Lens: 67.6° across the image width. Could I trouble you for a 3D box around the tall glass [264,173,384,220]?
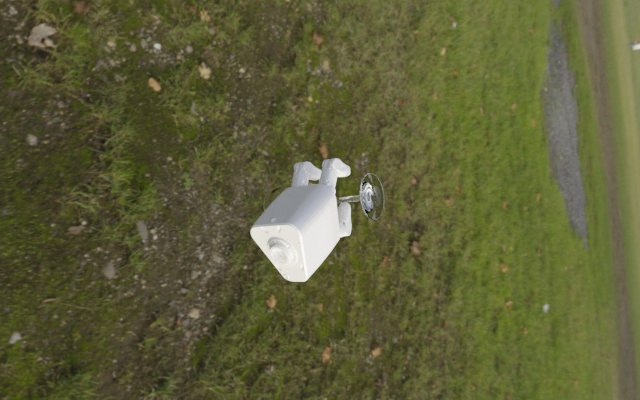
[{"bbox_3d":[0.001,0.003,0.798,0.201,0.079,0.079,-6,-3,35],"label":"tall glass"}]
